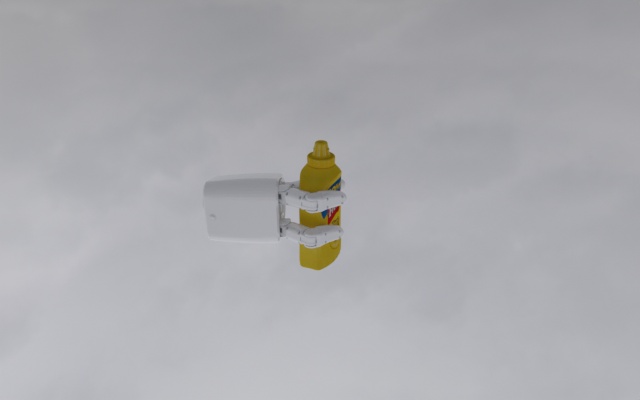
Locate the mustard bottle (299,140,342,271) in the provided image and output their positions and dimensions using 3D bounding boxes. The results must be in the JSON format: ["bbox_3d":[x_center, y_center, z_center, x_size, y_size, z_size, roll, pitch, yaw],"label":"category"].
[{"bbox_3d":[0.000,0.003,0.720,0.058,0.192,0.096,11,28,22],"label":"mustard bottle"}]
